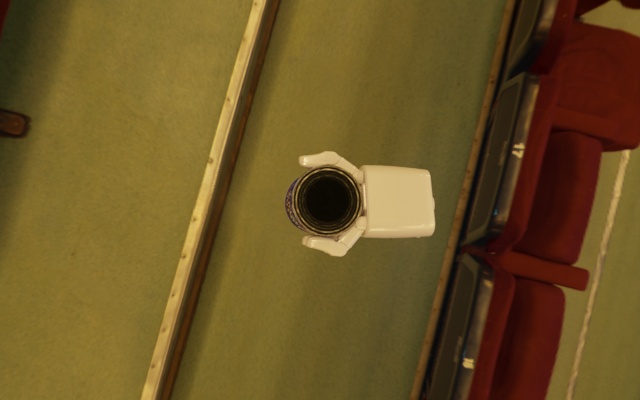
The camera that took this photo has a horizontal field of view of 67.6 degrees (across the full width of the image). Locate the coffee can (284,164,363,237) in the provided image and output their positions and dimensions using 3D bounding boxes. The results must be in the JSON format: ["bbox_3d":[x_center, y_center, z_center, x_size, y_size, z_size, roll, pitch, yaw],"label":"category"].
[{"bbox_3d":[0.000,0.002,0.739,0.103,0.103,0.140,0,-2,-8],"label":"coffee can"}]
